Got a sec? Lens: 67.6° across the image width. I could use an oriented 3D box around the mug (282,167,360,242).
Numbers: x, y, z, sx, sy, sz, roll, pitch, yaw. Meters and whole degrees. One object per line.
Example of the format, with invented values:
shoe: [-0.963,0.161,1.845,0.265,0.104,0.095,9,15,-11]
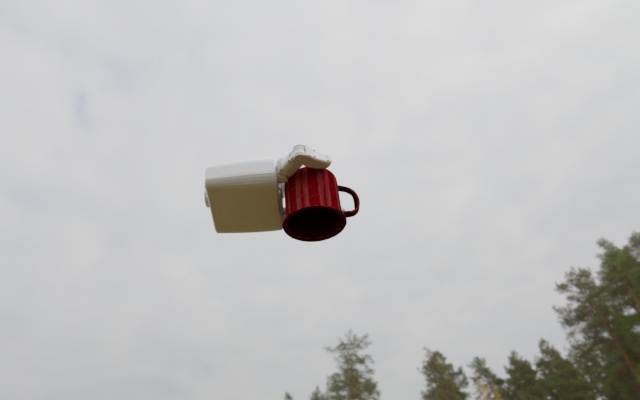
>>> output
mug: [0.002,0.002,0.711,0.117,0.081,0.093,-4,-37,-3]
